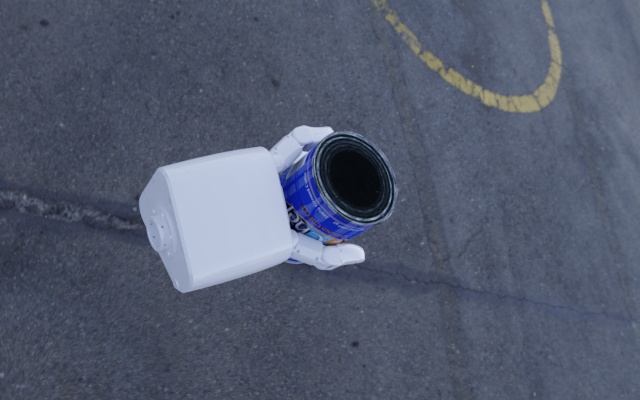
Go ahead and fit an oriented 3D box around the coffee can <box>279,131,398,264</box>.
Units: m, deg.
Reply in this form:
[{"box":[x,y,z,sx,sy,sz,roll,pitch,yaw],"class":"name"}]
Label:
[{"box":[0.000,0.002,0.524,0.103,0.102,0.140,0,-21,-34],"class":"coffee can"}]
